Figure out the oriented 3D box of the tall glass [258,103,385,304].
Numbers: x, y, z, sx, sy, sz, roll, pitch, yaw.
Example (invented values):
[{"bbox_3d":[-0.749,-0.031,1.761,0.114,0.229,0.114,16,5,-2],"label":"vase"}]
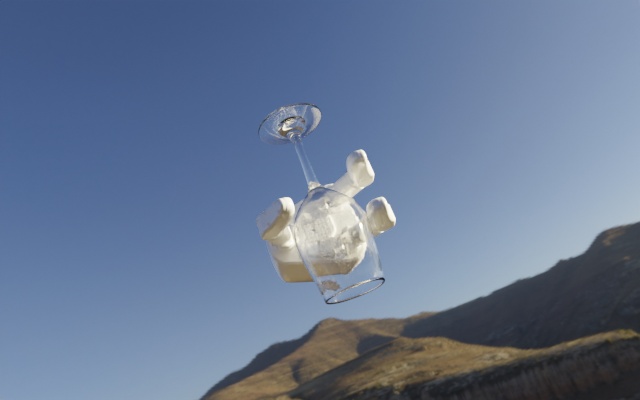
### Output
[{"bbox_3d":[0.000,0.001,0.493,0.079,0.201,0.079,-18,-22,-8],"label":"tall glass"}]
